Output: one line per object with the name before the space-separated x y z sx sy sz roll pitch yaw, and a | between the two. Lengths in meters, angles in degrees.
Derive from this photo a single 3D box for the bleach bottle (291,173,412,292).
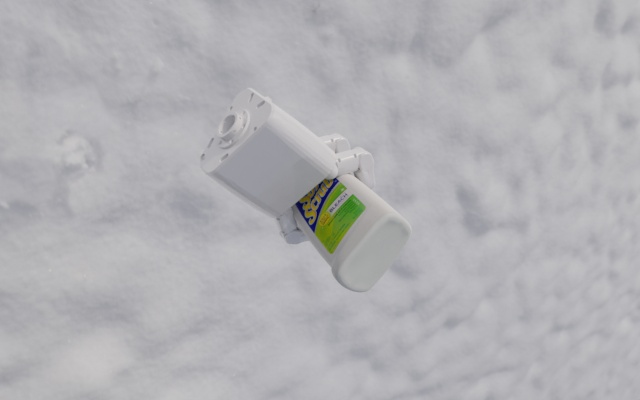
bleach bottle | 0.000 0.002 0.603 0.068 0.102 0.250 35 5 -41
